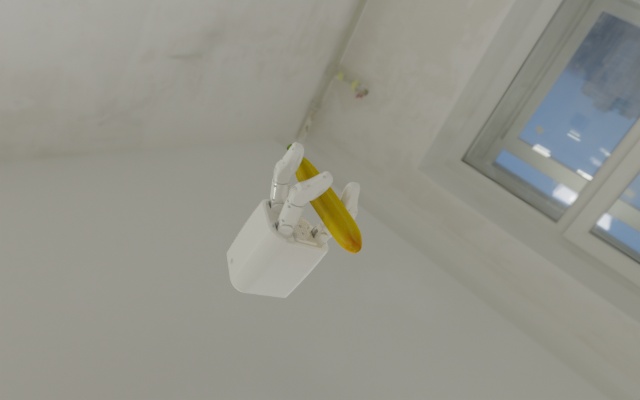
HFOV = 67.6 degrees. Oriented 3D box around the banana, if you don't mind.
[{"bbox_3d":[0.007,0.006,0.651,0.037,0.197,0.070,-41,-34,8],"label":"banana"}]
